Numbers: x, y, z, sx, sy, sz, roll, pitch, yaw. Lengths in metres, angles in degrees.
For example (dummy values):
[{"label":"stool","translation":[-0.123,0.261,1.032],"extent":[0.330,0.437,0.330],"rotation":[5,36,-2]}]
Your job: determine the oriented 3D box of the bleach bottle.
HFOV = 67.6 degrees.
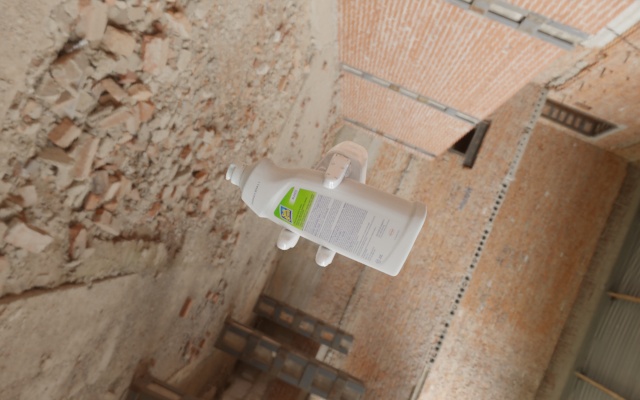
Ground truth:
[{"label":"bleach bottle","translation":[0.000,0.002,0.613],"extent":[0.251,0.103,0.068],"rotation":[24,21,5]}]
